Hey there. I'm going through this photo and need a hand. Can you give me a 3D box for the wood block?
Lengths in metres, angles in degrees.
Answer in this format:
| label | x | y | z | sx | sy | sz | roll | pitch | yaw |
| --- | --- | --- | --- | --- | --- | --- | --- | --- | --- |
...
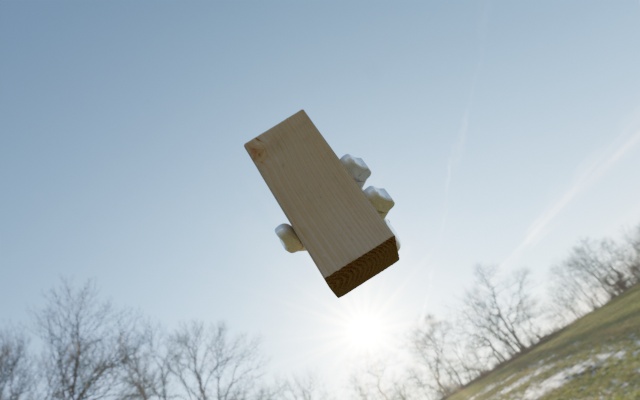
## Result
| label | x | y | z | sx | sy | sz | roll | pitch | yaw |
| --- | --- | --- | --- | --- | --- | --- | --- | --- | --- |
| wood block | 0.000 | 0.002 | 0.586 | 0.091 | 0.206 | 0.090 | -32 | -28 | -3 |
